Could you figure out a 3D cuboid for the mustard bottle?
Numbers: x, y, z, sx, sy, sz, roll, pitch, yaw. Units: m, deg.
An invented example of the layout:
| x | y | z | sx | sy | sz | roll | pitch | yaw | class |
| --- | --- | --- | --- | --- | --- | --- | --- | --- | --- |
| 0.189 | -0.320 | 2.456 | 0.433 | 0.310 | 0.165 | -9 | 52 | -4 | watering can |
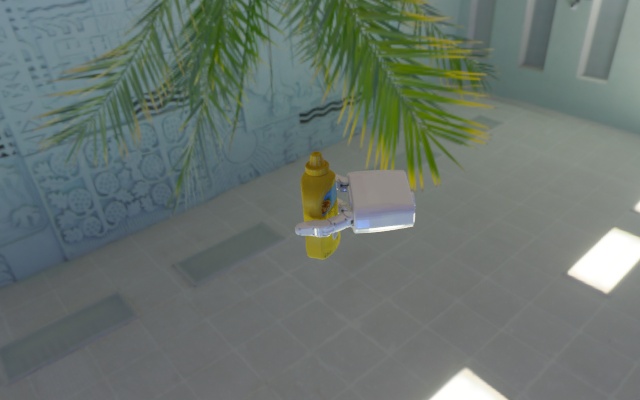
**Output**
| x | y | z | sx | sy | sz | roll | pitch | yaw | class |
| --- | --- | --- | --- | --- | --- | --- | --- | --- | --- |
| 0.000 | 0.003 | 0.844 | 0.058 | 0.192 | 0.096 | 8 | 34 | 19 | mustard bottle |
